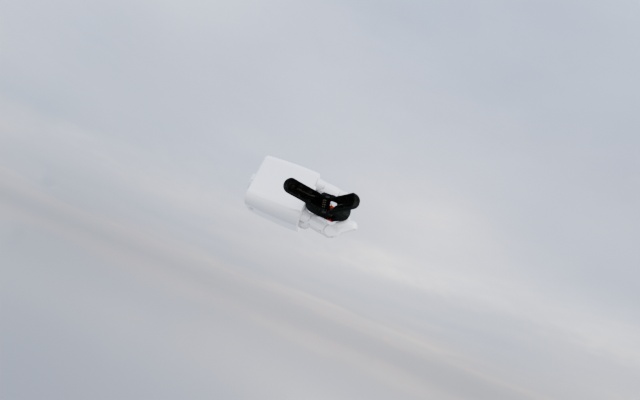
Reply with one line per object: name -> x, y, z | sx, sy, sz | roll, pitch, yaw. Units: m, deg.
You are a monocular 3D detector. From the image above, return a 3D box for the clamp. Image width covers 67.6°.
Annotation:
clamp -> 0.000, 0.002, 0.790 | 0.120, 0.039, 0.171 | 22, -14, 4
